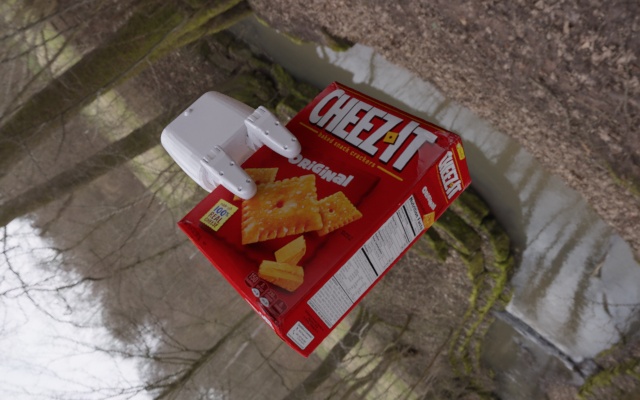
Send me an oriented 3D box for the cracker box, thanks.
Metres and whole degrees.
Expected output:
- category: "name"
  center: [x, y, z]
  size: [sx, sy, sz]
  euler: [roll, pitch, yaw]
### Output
- category: "cracker box"
  center: [0.000, 0.002, 0.432]
  size: [0.164, 0.213, 0.072]
  euler: [36, -15, 40]
